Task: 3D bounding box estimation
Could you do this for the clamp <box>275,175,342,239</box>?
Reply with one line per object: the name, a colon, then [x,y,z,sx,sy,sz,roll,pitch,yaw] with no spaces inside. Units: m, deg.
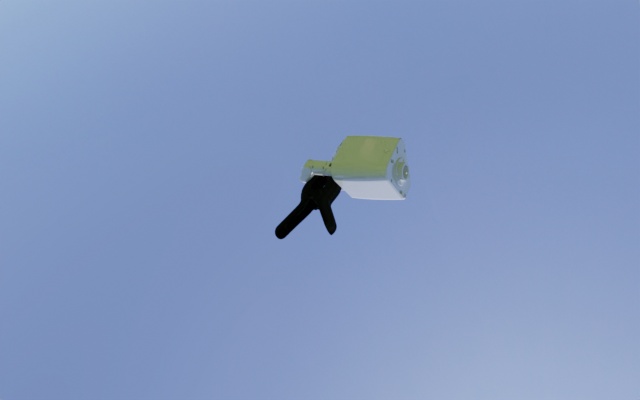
clamp: [0.000,0.003,0.853,0.120,0.171,0.039,5,-38,33]
